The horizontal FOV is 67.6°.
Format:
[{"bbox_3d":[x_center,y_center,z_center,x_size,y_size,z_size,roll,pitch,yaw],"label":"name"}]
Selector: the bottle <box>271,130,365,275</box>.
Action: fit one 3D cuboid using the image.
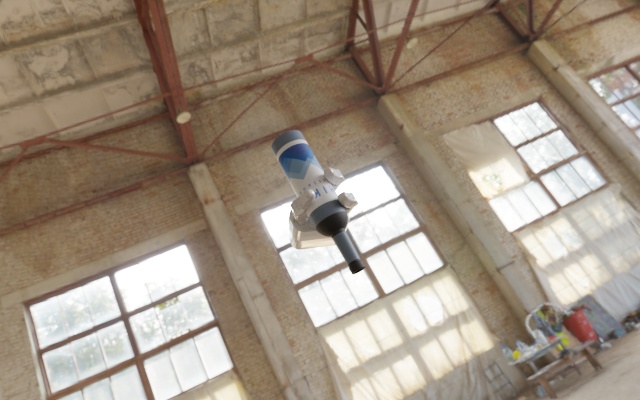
[{"bbox_3d":[0.000,0.003,0.882,0.069,0.295,0.069,-25,-22,-11],"label":"bottle"}]
